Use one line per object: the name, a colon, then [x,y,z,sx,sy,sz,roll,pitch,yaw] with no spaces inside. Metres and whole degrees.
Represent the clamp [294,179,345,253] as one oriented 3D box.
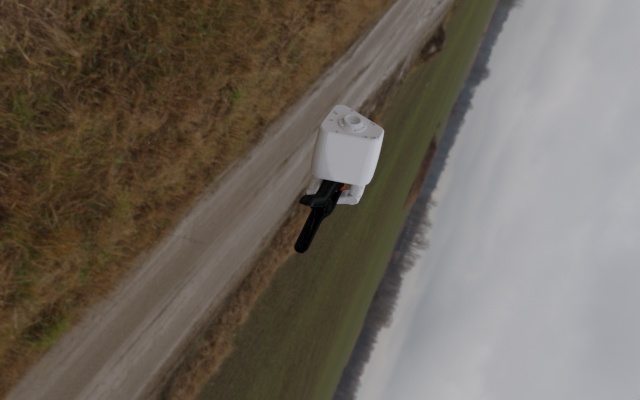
clamp: [0.001,0.003,0.864,0.039,0.120,0.171,23,47,10]
